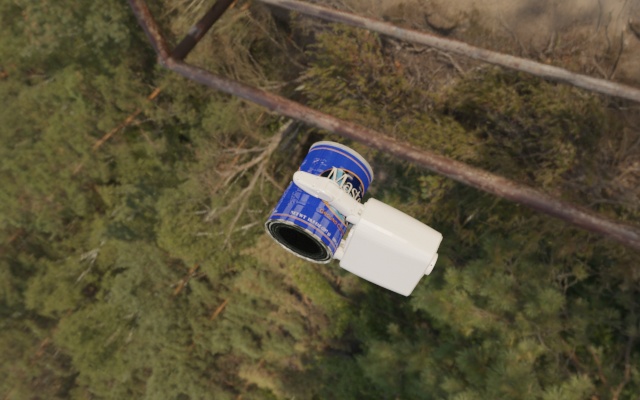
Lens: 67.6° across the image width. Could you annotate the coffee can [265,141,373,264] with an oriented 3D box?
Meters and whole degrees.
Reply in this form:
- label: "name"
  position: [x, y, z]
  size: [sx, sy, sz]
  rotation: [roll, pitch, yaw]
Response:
- label: "coffee can"
  position: [0.000, 0.002, 0.671]
  size: [0.103, 0.140, 0.103]
  rotation: [23, -26, 12]
